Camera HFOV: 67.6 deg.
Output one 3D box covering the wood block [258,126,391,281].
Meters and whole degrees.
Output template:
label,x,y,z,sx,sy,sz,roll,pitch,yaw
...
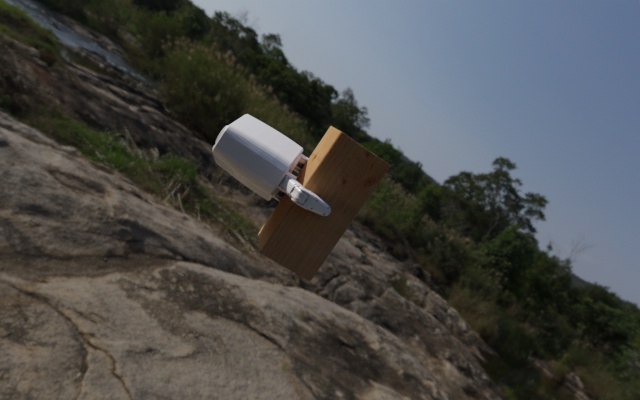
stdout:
label,x,y,z,sx,sy,sz,roll,pitch,yaw
wood block,0.000,0.002,0.716,0.090,0.206,0.090,32,7,-15
